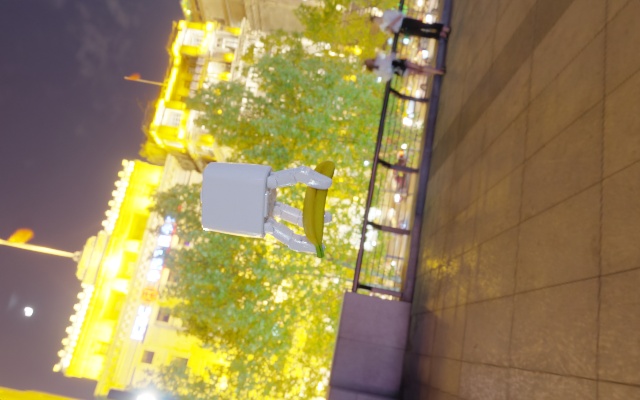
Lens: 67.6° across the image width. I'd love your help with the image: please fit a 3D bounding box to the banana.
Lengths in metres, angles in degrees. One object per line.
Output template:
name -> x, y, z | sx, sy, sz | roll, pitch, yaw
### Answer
banana -> -0.003, -0.006, 0.793 | 0.037, 0.197, 0.070 | 1, -36, 12
